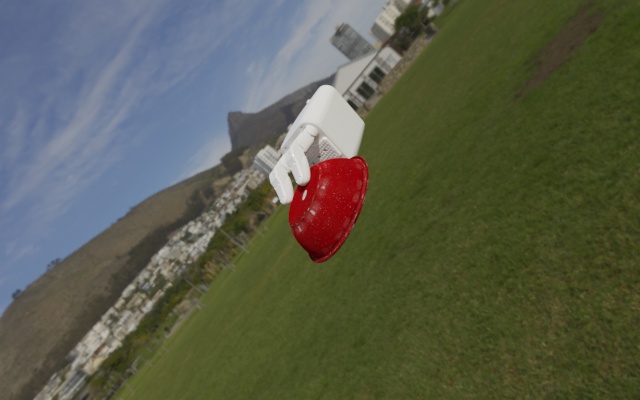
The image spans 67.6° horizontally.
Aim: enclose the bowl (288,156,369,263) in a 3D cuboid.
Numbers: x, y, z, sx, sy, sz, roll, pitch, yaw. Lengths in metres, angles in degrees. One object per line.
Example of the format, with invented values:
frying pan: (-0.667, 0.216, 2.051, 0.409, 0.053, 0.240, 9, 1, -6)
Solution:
bowl: (0.000, 0.003, 0.661, 0.055, 0.162, 0.162, 23, -8, -19)
